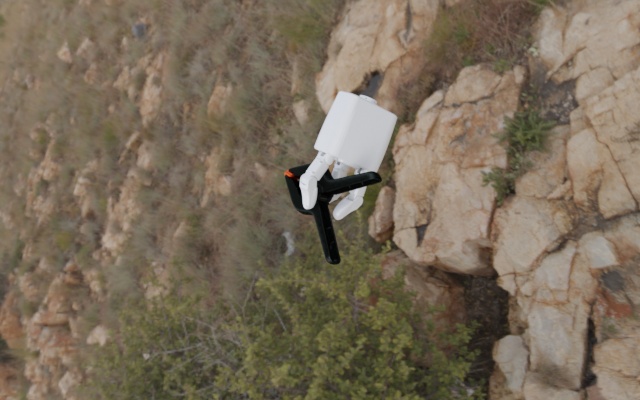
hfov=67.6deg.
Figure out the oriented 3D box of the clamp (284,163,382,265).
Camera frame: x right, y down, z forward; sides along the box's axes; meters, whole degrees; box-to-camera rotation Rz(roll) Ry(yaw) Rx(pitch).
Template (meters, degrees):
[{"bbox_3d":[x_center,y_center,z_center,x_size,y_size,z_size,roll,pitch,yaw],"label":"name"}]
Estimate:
[{"bbox_3d":[-0.001,0.002,0.821,0.036,0.164,0.210,17,7,-44],"label":"clamp"}]
